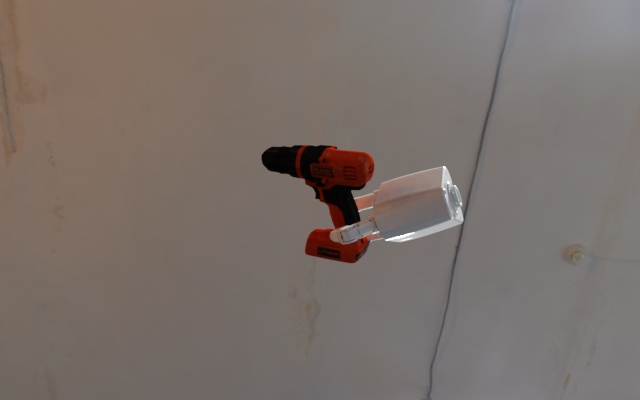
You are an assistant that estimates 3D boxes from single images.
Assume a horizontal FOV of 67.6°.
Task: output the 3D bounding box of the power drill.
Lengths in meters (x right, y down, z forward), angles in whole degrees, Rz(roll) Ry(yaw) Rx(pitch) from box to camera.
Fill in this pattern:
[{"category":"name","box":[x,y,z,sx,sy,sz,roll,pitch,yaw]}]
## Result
[{"category":"power drill","box":[0.000,0.003,0.747,0.184,0.188,0.057,9,35,29]}]
